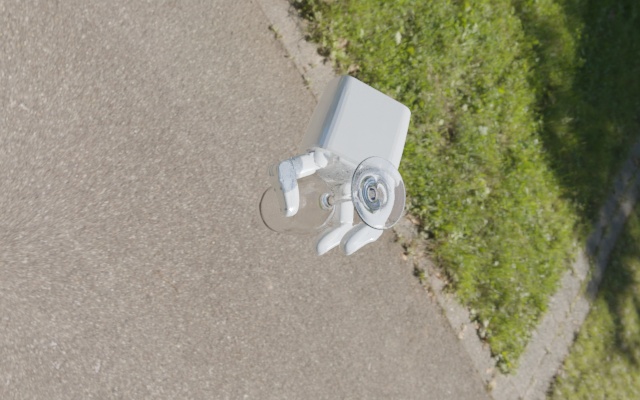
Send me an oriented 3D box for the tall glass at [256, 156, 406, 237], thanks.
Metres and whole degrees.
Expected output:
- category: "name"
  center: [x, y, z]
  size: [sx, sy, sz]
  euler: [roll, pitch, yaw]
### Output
- category: "tall glass"
  center: [0.000, 0.002, 0.555]
  size: [0.079, 0.079, 0.201]
  euler: [0, -6, -37]
